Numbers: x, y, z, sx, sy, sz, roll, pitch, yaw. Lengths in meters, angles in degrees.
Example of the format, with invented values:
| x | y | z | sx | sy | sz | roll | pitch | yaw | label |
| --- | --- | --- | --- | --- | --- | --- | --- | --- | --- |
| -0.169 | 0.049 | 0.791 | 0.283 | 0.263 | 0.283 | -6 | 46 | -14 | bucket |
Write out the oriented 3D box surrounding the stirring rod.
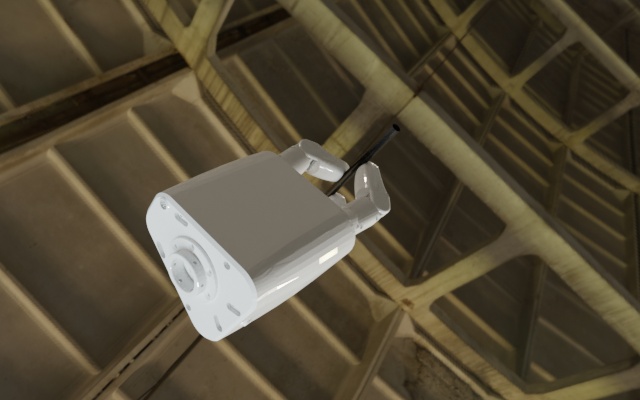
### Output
| x | y | z | sx | sy | sz | roll | pitch | yaw | label |
| --- | --- | --- | --- | --- | --- | --- | --- | --- | --- |
| 0.000 | 0.001 | 0.479 | 0.011 | 0.011 | 0.240 | 0 | -31 | -38 | stirring rod |
